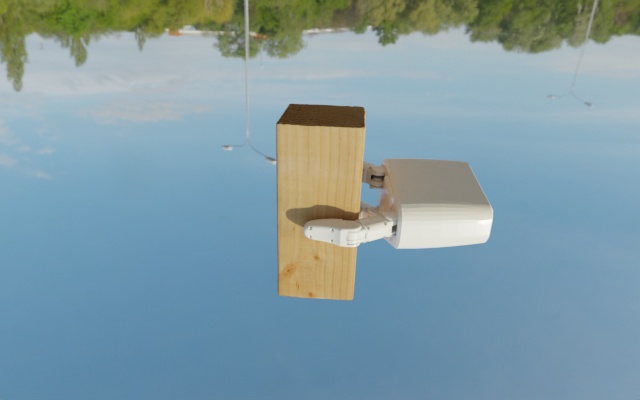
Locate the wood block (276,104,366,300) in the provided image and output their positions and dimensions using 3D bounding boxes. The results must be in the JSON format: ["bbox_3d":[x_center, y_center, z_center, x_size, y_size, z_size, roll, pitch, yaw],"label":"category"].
[{"bbox_3d":[0.000,0.002,0.549,0.090,0.206,0.090,3,24,4],"label":"wood block"}]
